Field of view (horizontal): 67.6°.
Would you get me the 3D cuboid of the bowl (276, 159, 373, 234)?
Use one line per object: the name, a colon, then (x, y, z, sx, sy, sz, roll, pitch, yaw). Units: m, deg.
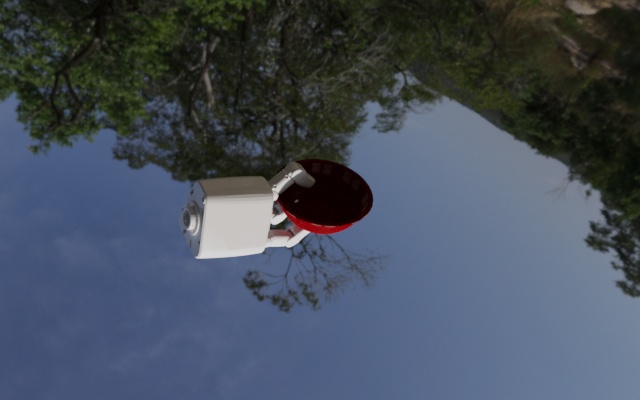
bowl: (0.001, 0.003, 0.768, 0.162, 0.055, 0.162, 7, 41, -6)
